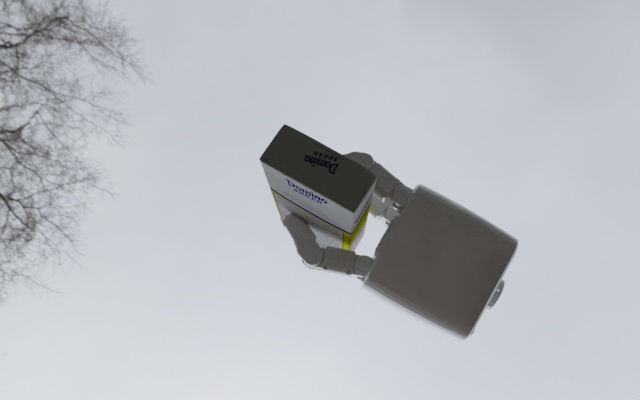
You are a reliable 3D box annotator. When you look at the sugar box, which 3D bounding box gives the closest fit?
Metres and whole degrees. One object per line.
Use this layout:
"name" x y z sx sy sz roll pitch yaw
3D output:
"sugar box" 0.000 0.001 0.465 0.093 0.048 0.176 30 -19 10
